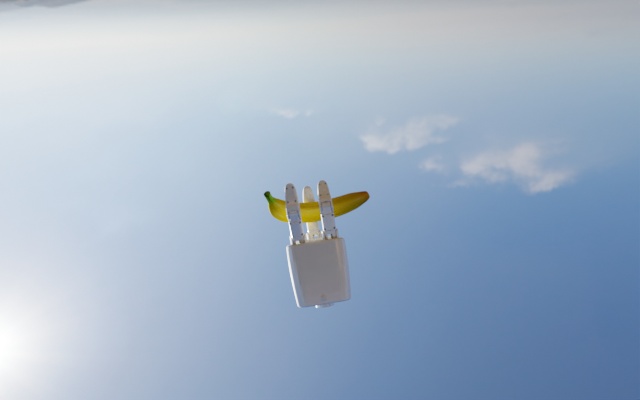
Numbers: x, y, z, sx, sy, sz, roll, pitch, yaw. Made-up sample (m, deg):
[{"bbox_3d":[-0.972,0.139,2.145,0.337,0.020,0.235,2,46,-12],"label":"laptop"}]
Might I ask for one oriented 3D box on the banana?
[{"bbox_3d":[-0.009,0.012,0.848,0.198,0.037,0.070,-2,-30,-23],"label":"banana"}]
